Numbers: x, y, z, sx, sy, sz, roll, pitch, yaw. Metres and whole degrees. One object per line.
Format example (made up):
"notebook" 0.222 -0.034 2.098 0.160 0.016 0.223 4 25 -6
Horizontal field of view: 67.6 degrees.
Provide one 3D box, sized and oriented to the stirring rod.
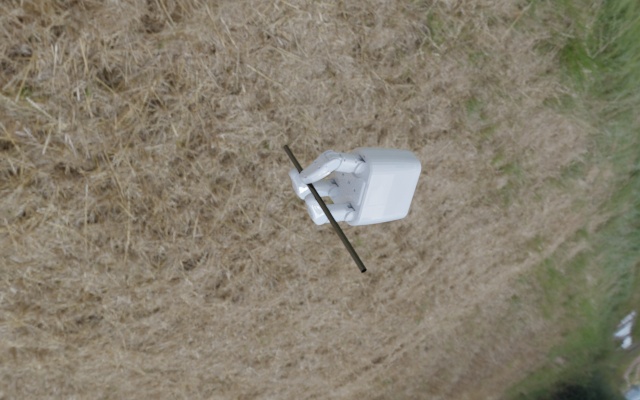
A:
"stirring rod" 0.000 0.002 0.643 0.011 0.011 0.239 0 43 -37
